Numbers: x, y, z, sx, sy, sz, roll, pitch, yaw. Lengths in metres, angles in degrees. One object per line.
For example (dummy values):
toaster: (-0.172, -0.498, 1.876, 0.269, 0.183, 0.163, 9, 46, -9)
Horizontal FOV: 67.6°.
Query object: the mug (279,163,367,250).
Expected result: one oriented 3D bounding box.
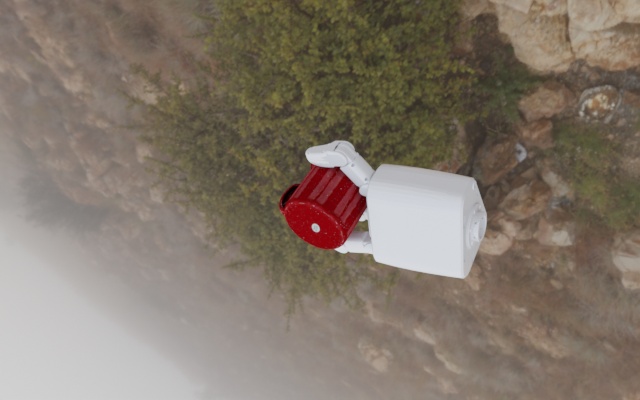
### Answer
mug: (-0.001, 0.002, 0.572, 0.117, 0.093, 0.081, 8, 47, 33)
